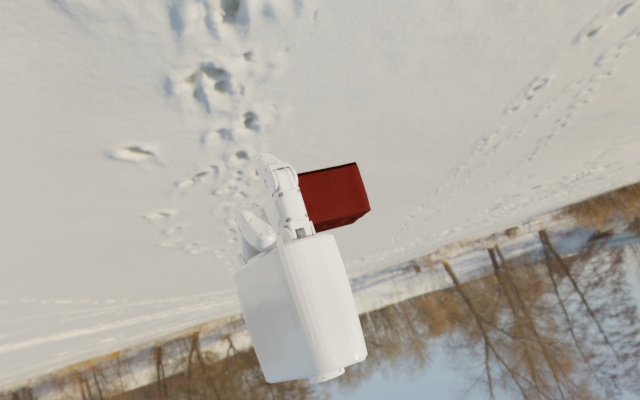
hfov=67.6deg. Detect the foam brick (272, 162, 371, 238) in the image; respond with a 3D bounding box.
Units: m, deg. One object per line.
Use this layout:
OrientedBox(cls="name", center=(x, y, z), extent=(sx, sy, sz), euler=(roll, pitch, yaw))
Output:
OrientedBox(cls="foam brick", center=(0.000, 0.001, 0.465), extent=(0.078, 0.051, 0.053), euler=(-13, -15, -23))
